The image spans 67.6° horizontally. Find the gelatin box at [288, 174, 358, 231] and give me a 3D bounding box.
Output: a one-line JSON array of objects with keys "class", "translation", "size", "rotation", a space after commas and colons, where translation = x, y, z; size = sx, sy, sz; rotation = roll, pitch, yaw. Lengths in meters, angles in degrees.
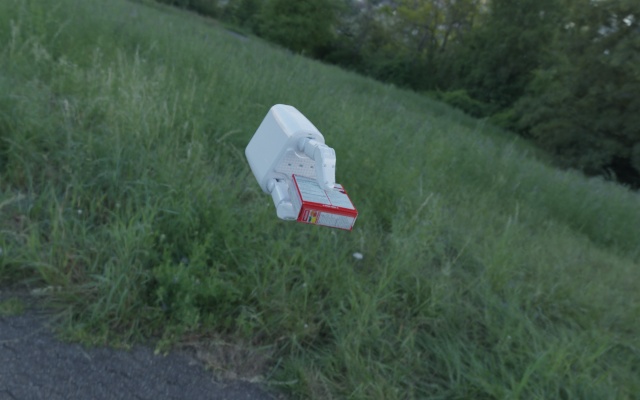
[{"class": "gelatin box", "translation": [0.000, 0.002, 0.619], "size": [0.073, 0.030, 0.089], "rotation": [11, 23, -18]}]
